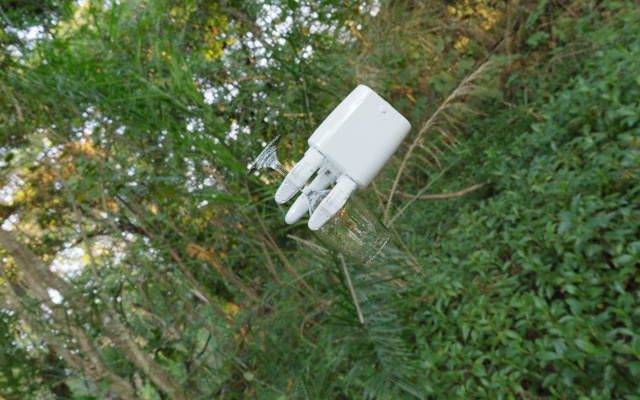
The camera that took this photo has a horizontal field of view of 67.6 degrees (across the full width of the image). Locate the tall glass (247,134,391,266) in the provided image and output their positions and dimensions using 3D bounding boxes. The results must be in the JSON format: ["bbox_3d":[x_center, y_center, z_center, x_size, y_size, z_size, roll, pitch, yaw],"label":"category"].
[{"bbox_3d":[-0.001,0.002,0.652,0.201,0.079,0.079,40,-1,-1],"label":"tall glass"}]
